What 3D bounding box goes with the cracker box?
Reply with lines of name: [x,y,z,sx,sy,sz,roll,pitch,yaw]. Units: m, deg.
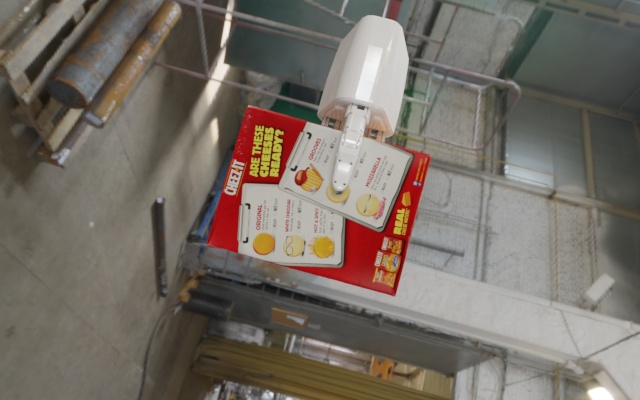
cracker box: [0.000,0.002,0.551,0.213,0.164,0.072,15,-7,1]
